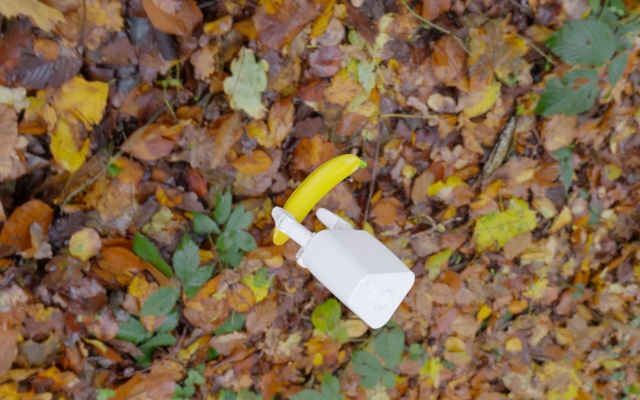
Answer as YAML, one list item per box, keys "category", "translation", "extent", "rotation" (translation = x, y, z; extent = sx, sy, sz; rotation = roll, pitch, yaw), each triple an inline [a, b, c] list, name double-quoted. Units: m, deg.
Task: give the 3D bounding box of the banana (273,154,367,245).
- category: "banana"
  translation: [-0.004, -0.011, 0.731]
  extent: [0.037, 0.198, 0.070]
  rotation: [39, -15, 44]
